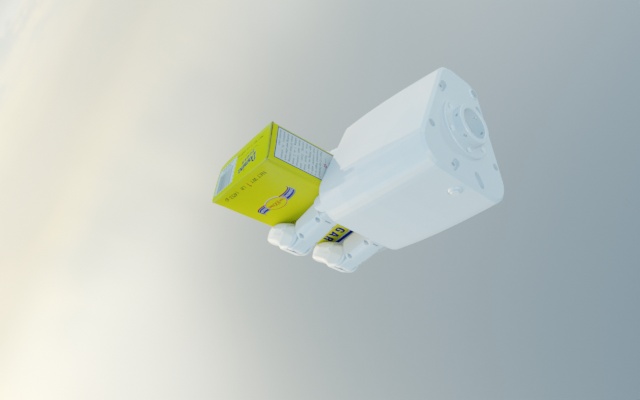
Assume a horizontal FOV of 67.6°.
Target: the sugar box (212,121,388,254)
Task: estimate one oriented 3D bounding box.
[{"bbox_3d":[0.000,0.002,0.447,0.176,0.048,0.093,27,-38,-29],"label":"sugar box"}]
